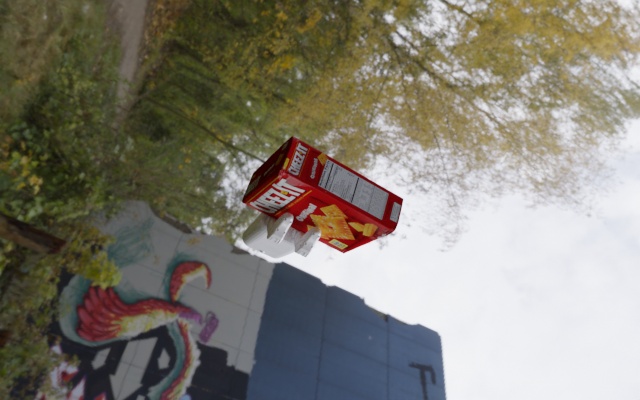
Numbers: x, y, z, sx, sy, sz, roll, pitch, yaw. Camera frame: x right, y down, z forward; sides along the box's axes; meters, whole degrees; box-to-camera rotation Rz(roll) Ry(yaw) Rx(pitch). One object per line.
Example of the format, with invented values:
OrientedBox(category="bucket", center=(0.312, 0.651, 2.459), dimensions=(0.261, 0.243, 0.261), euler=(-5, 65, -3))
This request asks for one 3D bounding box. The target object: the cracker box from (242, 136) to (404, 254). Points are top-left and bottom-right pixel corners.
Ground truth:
OrientedBox(category="cracker box", center=(0.000, 0.002, 0.786), dimensions=(0.214, 0.072, 0.164), euler=(27, -29, -19))
